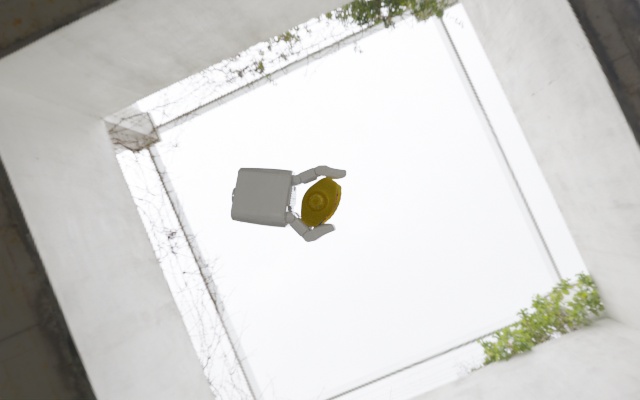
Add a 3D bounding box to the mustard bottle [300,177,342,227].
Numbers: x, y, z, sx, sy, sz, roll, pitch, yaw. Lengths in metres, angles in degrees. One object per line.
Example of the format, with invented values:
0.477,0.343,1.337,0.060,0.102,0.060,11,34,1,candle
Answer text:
0.000,0.003,0.898,0.058,0.096,0.191,31,2,6,mustard bottle
